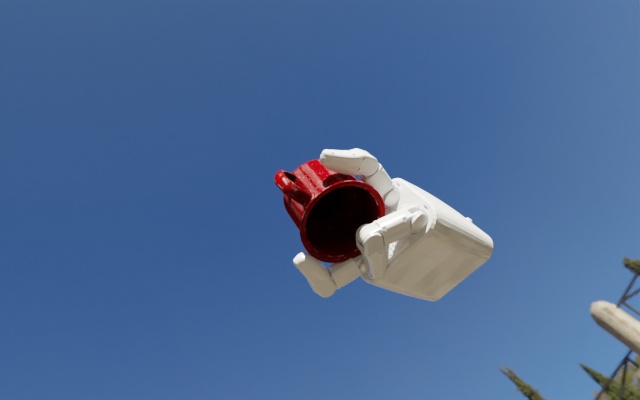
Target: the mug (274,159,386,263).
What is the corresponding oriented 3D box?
[{"bbox_3d":[-0.001,0.001,0.503,0.117,0.093,0.081,26,13,-32],"label":"mug"}]
